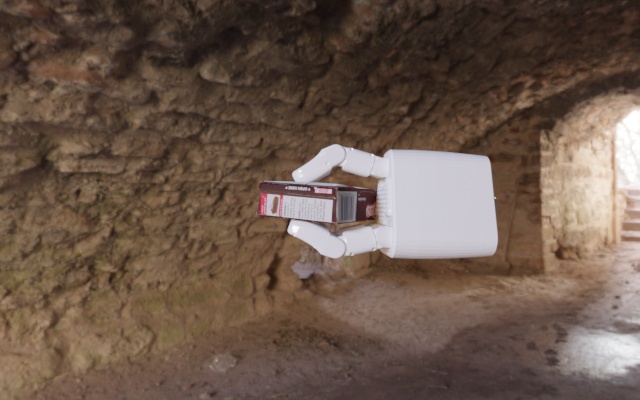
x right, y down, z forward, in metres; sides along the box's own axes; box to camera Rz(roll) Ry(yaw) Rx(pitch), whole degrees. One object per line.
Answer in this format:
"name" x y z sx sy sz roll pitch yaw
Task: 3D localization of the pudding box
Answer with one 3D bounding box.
"pudding box" 0.000 0.001 0.507 0.090 0.039 0.113 4 0 26
